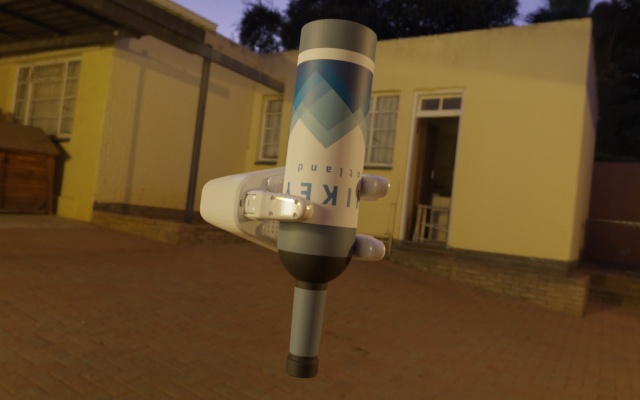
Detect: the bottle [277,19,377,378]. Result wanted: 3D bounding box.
[{"bbox_3d":[0.000,0.001,0.412,0.069,0.295,0.069,6,-2,0],"label":"bottle"}]
